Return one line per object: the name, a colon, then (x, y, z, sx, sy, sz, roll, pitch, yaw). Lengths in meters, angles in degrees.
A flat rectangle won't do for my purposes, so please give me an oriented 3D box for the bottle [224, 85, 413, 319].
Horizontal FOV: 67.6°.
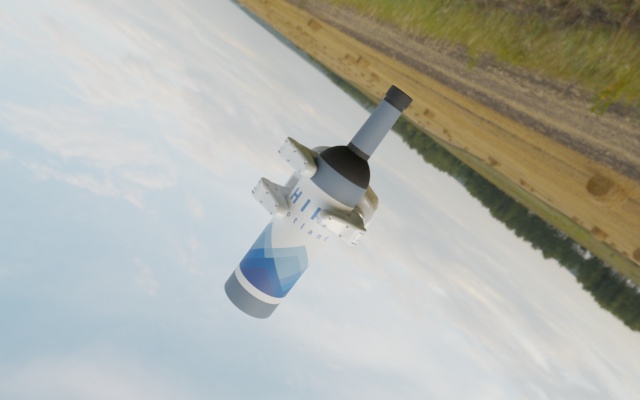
bottle: (0.000, 0.002, 0.532, 0.069, 0.296, 0.069, 35, 13, -9)
